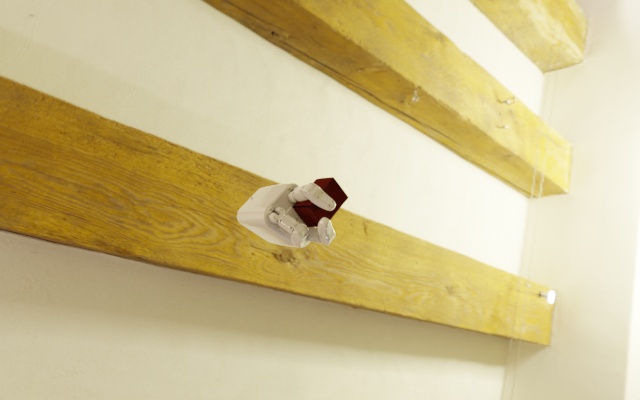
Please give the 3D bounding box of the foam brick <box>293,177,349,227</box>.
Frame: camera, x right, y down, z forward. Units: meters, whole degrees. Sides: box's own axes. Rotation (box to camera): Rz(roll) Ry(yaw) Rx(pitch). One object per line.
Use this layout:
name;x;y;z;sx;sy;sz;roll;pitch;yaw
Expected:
foam brick;0.000;0.003;0.853;0.051;0.053;0.078;-3;39;51
